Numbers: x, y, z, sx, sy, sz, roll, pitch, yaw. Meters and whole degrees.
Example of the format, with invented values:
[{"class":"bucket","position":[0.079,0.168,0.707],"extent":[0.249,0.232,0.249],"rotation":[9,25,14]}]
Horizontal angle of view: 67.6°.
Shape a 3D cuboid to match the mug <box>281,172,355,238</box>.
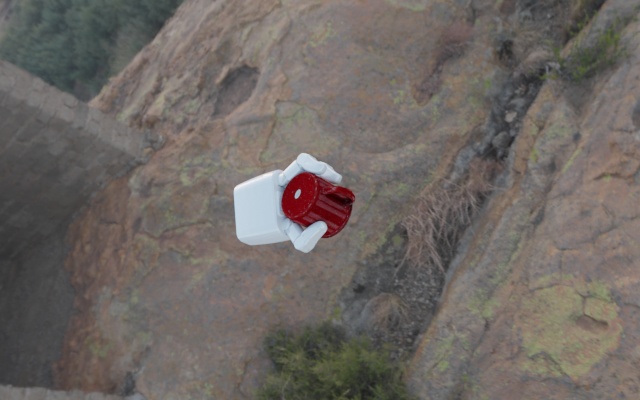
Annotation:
[{"class":"mug","position":[0.001,0.002,0.764],"extent":[0.117,0.093,0.081],"rotation":[-15,-31,39]}]
